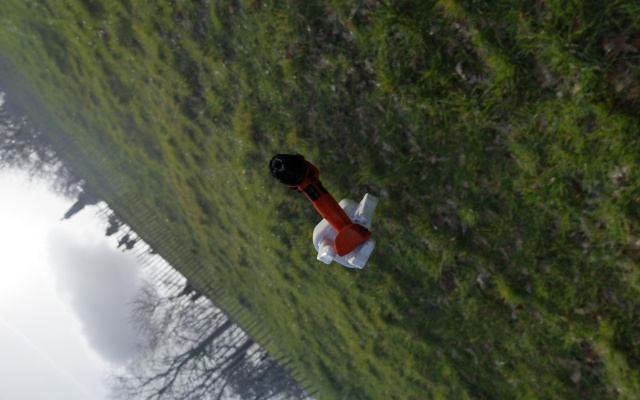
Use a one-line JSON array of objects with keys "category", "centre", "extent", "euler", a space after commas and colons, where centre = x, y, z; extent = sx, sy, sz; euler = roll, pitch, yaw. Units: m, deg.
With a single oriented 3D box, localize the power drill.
[{"category": "power drill", "centre": [0.000, 0.003, 0.782], "extent": [0.057, 0.187, 0.184], "euler": [-39, -10, 11]}]
